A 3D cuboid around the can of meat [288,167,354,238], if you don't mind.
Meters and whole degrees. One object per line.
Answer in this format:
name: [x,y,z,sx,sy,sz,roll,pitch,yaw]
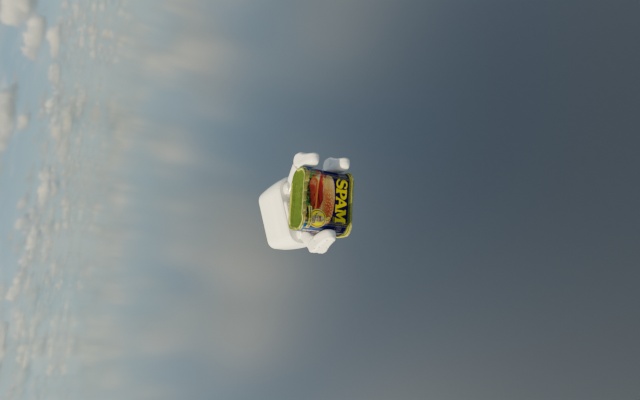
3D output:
can of meat: [0.000,0.002,0.735,0.084,0.102,0.057,9,-12,-26]
